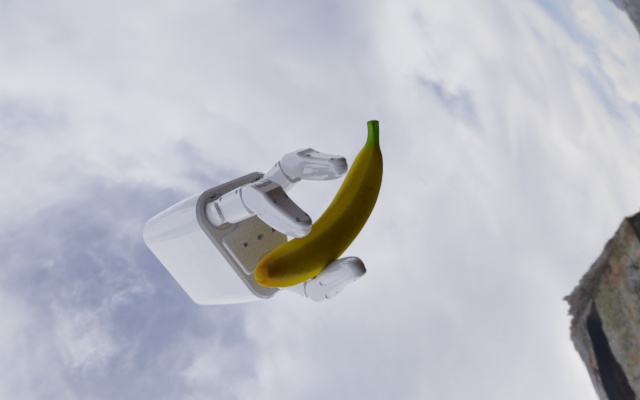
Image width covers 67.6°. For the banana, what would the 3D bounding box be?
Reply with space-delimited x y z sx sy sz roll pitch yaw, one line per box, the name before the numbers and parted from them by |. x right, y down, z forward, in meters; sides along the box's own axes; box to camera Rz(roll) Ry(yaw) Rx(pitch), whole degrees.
banana | 0.010 0.013 0.416 0.037 0.070 0.197 -2 41 40
